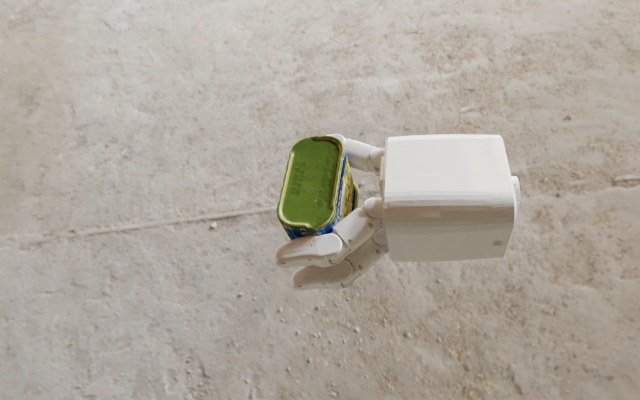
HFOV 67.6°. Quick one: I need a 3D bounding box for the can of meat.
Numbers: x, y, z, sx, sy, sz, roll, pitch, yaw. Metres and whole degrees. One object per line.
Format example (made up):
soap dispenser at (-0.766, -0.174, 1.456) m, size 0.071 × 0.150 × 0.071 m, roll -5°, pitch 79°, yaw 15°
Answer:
can of meat at (0.000, 0.001, 0.452) m, size 0.057 × 0.102 × 0.084 m, roll 2°, pitch -29°, yaw 14°
